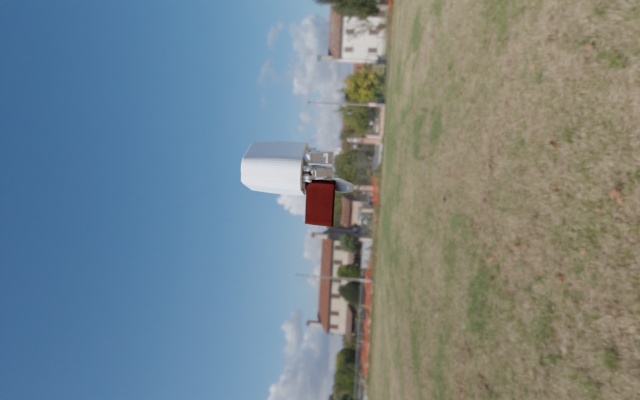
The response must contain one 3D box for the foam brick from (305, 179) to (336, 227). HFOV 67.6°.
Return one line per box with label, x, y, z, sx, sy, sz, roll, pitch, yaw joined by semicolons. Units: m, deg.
foam brick;0.000;0.003;0.861;0.051;0.078;0.053;3;10;2
